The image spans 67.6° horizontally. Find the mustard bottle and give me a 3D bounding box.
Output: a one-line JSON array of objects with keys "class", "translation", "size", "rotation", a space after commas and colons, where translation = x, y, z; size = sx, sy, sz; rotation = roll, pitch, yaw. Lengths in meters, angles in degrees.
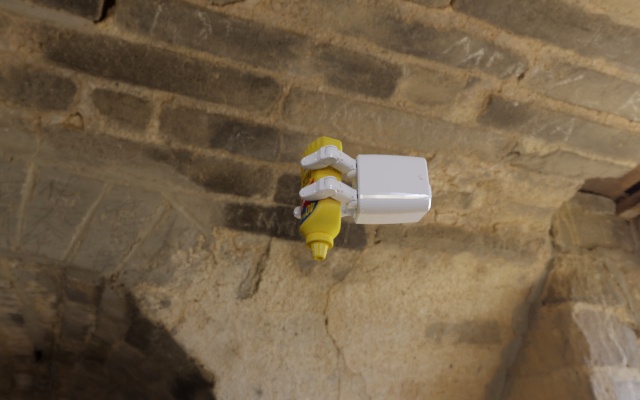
[{"class": "mustard bottle", "translation": [0.000, 0.002, 0.741], "size": [0.058, 0.191, 0.096], "rotation": [14, -33, -21]}]
